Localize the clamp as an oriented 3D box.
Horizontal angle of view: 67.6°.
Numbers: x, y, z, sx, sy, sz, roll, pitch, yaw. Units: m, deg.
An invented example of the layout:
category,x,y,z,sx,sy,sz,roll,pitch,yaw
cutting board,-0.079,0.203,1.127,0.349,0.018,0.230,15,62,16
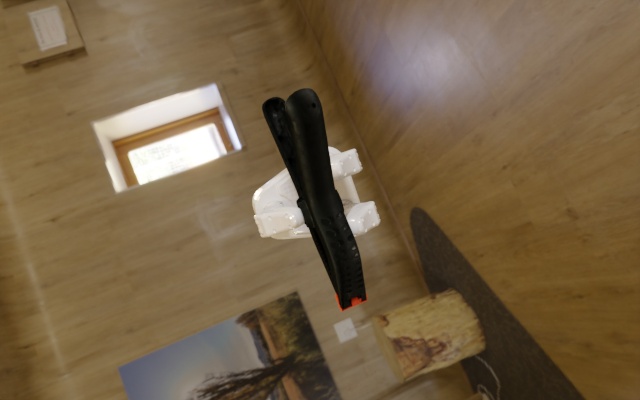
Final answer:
category,x,y,z,sx,sy,sz,roll,pitch,yaw
clamp,-0.001,0.002,0.411,0.036,0.210,0.164,-21,7,-8
